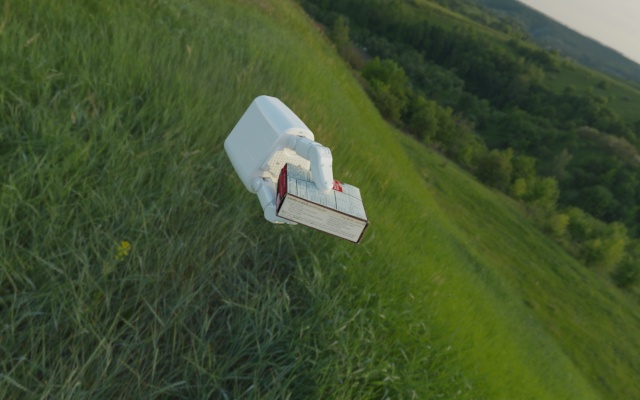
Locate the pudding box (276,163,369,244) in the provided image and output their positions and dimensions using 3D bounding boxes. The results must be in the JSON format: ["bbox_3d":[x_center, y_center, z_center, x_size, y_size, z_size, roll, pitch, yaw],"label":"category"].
[{"bbox_3d":[0.000,0.002,0.605,0.113,0.039,0.090,18,27,-13],"label":"pudding box"}]
